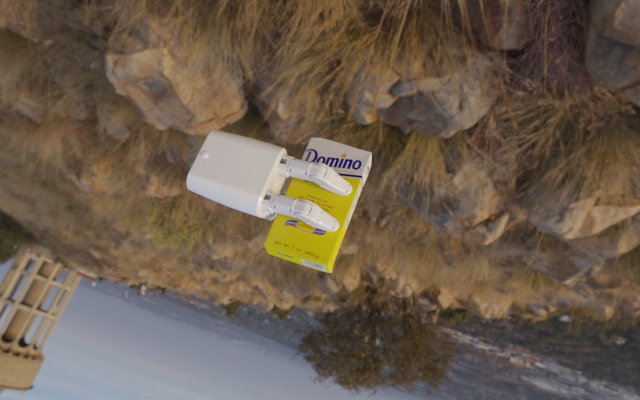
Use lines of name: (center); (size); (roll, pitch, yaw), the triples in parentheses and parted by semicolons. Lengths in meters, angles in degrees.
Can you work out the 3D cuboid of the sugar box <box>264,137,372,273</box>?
sugar box: (0.000, 0.002, 0.654); (0.093, 0.176, 0.048); (17, -20, 12)
